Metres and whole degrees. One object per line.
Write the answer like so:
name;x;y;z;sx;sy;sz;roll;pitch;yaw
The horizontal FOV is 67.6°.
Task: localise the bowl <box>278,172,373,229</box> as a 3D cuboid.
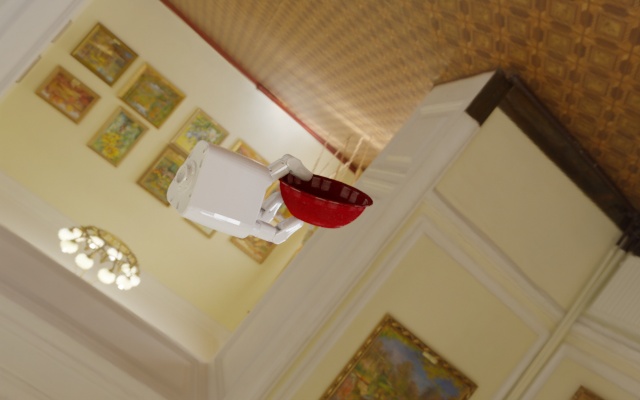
bowl;0.001;0.003;0.771;0.162;0.055;0.162;15;14;-4
